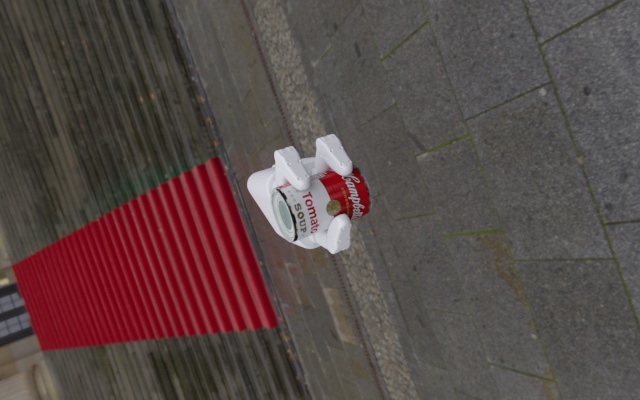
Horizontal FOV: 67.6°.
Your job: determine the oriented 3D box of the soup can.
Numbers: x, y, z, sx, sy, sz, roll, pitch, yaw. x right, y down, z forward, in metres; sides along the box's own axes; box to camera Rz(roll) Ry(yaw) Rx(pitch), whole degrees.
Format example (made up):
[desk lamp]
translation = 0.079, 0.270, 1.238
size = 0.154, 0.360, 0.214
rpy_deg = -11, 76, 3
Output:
[soup can]
translation = 0.000, 0.002, 0.565
size = 0.102, 0.068, 0.068
rpy_deg = -19, 7, -22
